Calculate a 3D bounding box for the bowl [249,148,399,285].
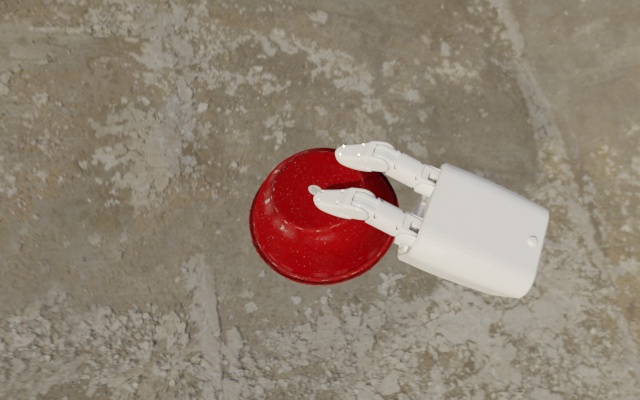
[{"bbox_3d":[-0.001,0.001,0.489,0.162,0.162,0.055,0,-29,8],"label":"bowl"}]
